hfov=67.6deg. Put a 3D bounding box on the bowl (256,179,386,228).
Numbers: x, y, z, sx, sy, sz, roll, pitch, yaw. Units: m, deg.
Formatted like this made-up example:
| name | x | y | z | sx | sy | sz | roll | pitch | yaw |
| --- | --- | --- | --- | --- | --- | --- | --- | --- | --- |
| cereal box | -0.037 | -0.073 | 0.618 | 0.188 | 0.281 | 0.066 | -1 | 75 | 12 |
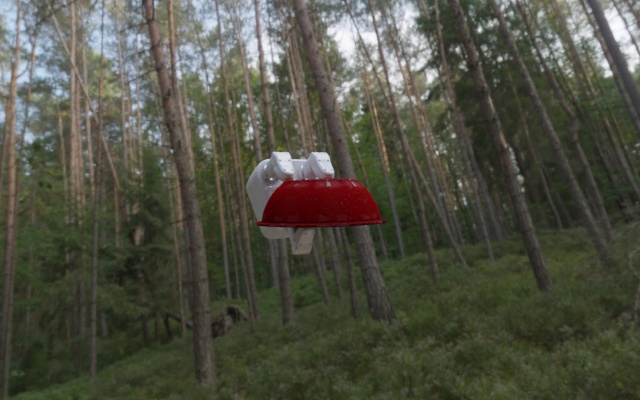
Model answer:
| name | x | y | z | sx | sy | sz | roll | pitch | yaw |
| --- | --- | --- | --- | --- | --- | --- | --- | --- | --- |
| bowl | 0.001 | 0.001 | 0.594 | 0.162 | 0.055 | 0.162 | -1 | 1 | 0 |
